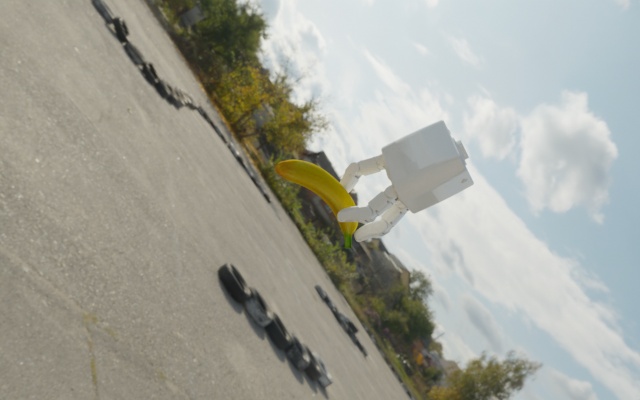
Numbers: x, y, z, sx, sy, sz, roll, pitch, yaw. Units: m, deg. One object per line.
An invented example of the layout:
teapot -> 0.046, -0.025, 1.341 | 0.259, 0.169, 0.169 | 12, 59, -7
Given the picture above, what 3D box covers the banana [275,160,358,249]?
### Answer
banana -> 0.007, -0.009, 0.743 | 0.037, 0.069, 0.198 | -17, -51, 37
